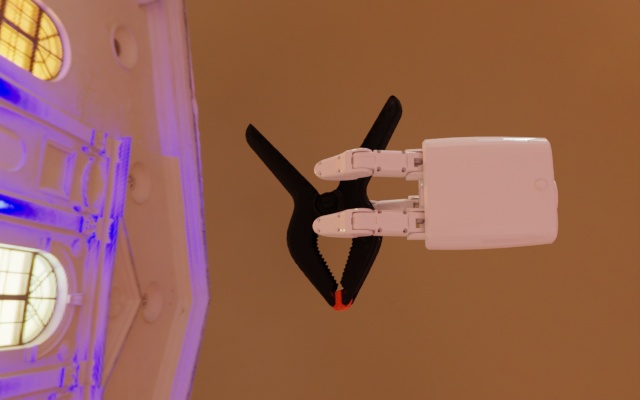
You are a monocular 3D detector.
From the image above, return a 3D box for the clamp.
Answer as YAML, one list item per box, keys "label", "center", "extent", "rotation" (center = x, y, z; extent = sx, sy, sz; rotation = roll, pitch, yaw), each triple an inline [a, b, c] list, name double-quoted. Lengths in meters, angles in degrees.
- label: "clamp"
  center: [0.001, 0.002, 0.475]
  extent: [0.164, 0.210, 0.036]
  rotation: [-2, -12, 15]
